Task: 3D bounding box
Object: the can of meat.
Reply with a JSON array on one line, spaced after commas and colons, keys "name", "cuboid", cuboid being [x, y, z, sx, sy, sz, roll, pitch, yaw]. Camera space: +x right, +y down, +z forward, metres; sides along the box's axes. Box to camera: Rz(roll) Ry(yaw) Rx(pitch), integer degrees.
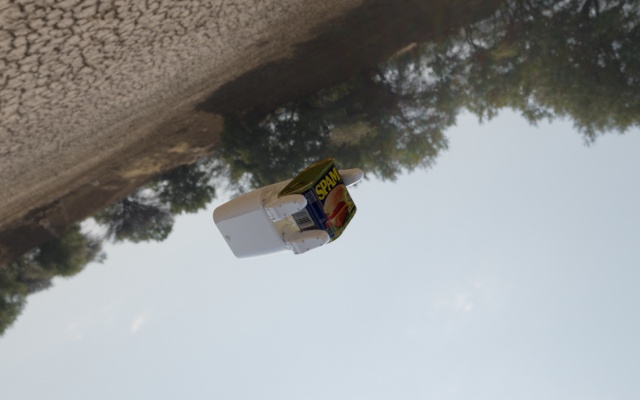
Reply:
[{"name": "can of meat", "cuboid": [0.000, 0.002, 0.647, 0.057, 0.084, 0.102, -18, 18, 33]}]
